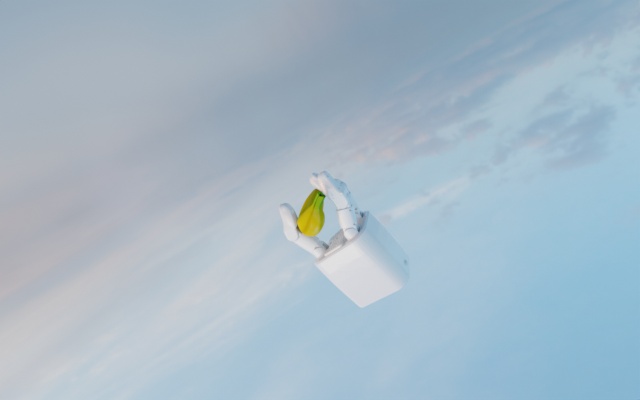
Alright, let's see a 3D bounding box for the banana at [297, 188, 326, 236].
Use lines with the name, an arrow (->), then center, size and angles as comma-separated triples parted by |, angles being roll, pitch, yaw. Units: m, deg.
banana -> -0.009, 0.019, 0.735 | 0.037, 0.069, 0.198 | 31, 2, -5
